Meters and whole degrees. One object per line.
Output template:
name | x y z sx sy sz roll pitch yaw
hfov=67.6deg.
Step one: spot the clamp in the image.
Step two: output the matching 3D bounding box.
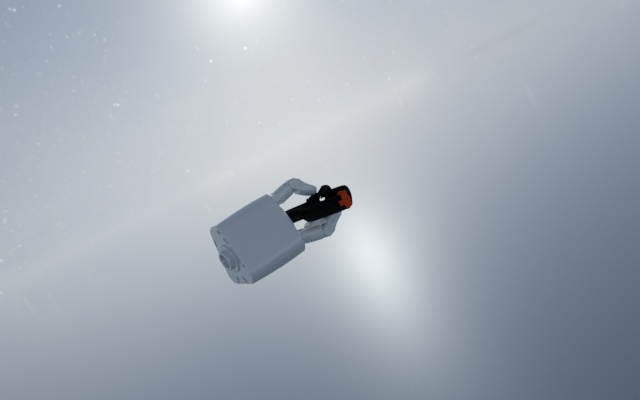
clamp | 0.000 0.002 0.832 0.164 0.036 0.210 -34 11 -33
